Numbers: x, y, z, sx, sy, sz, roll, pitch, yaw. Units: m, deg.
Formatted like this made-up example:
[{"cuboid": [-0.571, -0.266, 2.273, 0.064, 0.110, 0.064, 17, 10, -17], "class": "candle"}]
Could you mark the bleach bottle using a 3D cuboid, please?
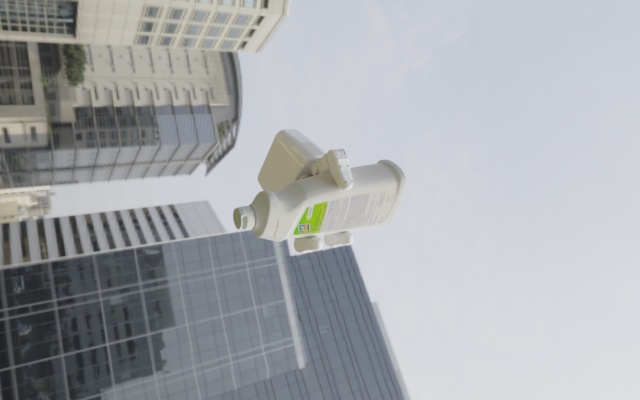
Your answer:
[{"cuboid": [0.000, 0.002, 0.678, 0.251, 0.103, 0.068, -8, 36, -31], "class": "bleach bottle"}]
